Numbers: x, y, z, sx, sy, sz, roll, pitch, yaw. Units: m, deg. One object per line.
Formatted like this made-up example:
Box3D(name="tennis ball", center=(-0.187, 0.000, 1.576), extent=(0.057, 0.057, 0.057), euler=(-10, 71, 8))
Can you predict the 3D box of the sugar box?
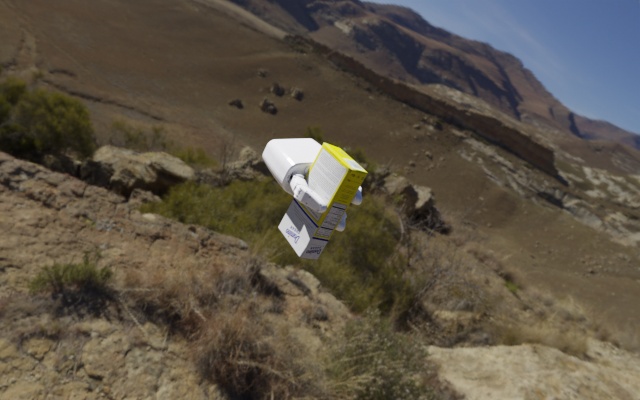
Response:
Box3D(name="sugar box", center=(0.001, 0.003, 0.804), extent=(0.048, 0.176, 0.093), euler=(12, 25, -38))
